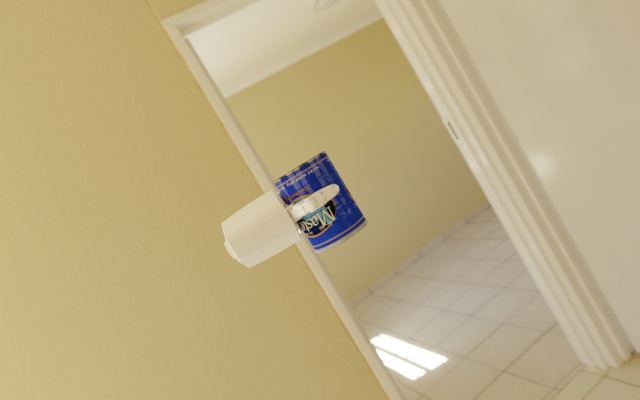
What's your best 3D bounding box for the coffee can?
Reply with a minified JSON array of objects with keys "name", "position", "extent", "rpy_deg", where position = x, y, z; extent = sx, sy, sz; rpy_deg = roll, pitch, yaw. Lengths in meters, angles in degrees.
[{"name":"coffee can","position":[0.000,0.003,0.799],"extent":[0.103,0.140,0.103],"rpy_deg":[-31,4,2]}]
